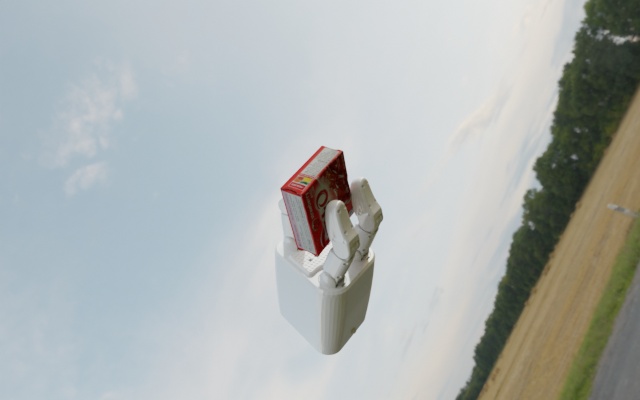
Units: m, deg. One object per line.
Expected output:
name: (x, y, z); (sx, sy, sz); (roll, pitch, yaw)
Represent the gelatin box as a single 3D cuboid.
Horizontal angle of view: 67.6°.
gelatin box: (0.000, 0.001, 0.486); (0.030, 0.089, 0.073); (18, 49, 31)
